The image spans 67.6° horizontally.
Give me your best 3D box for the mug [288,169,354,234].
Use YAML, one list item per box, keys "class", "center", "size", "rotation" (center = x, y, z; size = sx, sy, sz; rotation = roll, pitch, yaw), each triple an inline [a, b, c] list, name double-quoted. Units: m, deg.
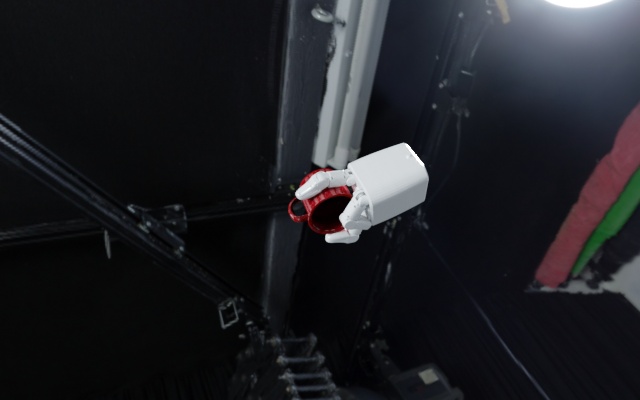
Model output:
- class: "mug"
  center: [-0.001, 0.003, 0.838]
  size: [0.117, 0.093, 0.081]
  rotation: [-21, 46, -5]
